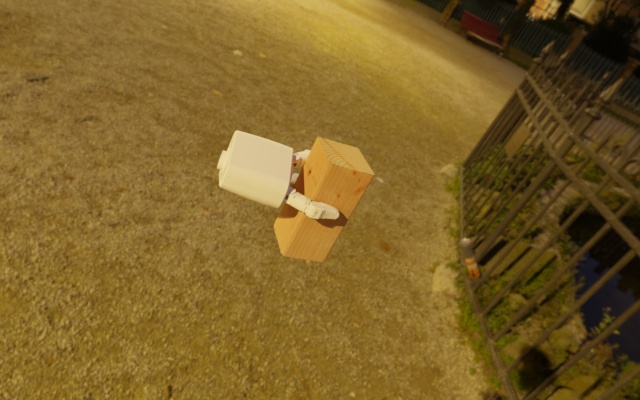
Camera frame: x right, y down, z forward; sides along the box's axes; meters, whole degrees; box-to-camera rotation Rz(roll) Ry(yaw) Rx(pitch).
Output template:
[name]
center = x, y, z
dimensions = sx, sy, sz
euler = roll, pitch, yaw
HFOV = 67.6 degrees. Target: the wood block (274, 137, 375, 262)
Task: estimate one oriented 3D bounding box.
[wood block]
center = 0.000, 0.003, 0.867
dimensions = 0.090, 0.206, 0.090
euler = 13, 32, -27
